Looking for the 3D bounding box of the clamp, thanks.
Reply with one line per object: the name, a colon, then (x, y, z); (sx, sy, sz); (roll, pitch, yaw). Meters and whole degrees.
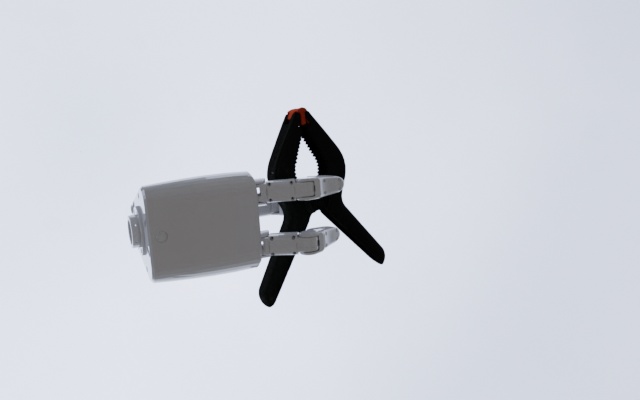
clamp: (-0.001, 0.001, 0.538); (0.164, 0.210, 0.036); (-8, 9, -30)
